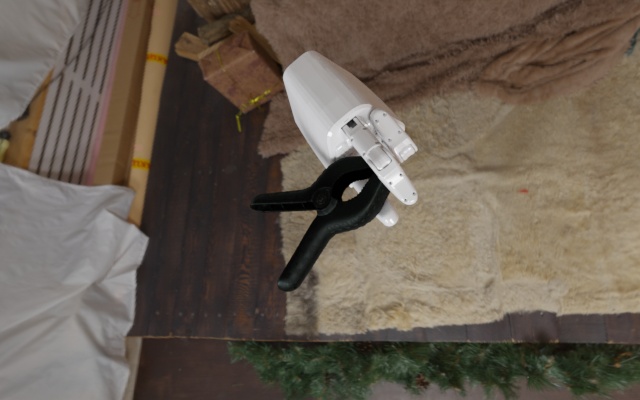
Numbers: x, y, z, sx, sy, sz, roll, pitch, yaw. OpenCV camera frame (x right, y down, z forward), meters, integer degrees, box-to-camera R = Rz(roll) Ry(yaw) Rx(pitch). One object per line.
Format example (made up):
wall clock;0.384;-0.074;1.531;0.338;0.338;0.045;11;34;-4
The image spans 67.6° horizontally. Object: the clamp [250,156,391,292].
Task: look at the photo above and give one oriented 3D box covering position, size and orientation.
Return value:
clamp;0.000;0.001;0.502;0.171;0.120;0.039;-39;-29;6
